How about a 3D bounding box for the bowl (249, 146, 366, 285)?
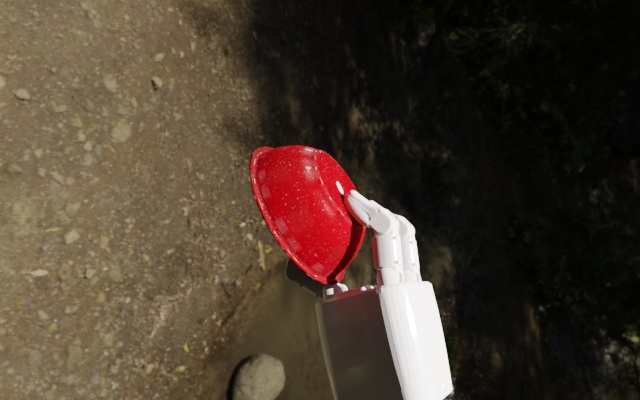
[{"bbox_3d":[0.000,0.000,0.489,0.055,0.162,0.162,-31,-12,20],"label":"bowl"}]
